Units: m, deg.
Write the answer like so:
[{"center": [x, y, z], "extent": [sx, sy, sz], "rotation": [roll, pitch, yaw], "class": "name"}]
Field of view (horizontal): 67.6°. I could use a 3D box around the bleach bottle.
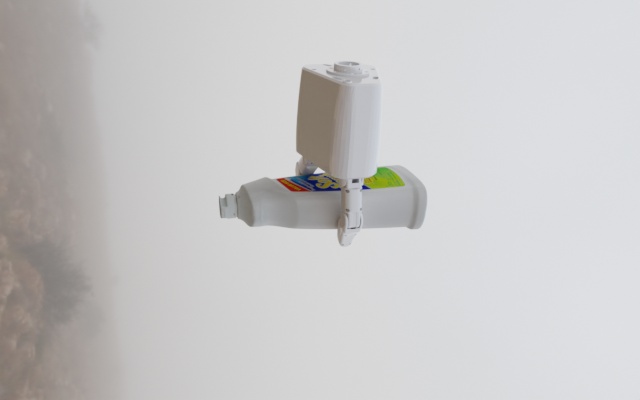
[{"center": [0.000, 0.002, 0.608], "extent": [0.251, 0.068, 0.102], "rotation": [-5, 27, -15], "class": "bleach bottle"}]
